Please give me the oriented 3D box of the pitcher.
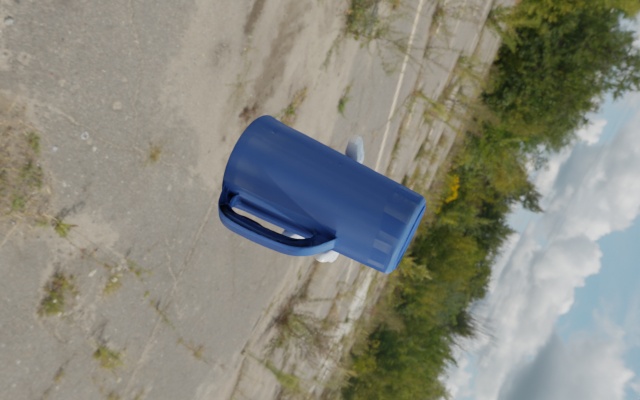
[{"bbox_3d":[0.000,0.002,0.613,0.243,0.149,0.145,26,4,14],"label":"pitcher"}]
